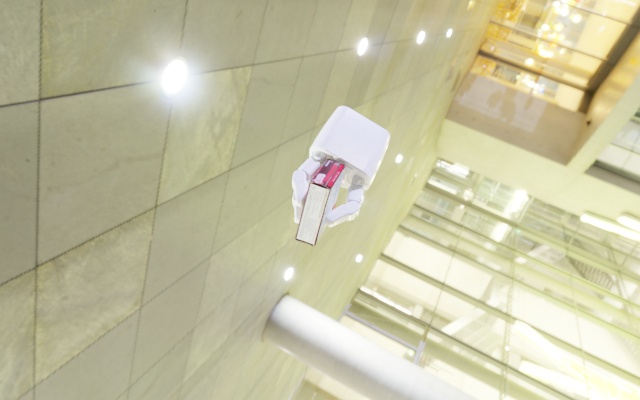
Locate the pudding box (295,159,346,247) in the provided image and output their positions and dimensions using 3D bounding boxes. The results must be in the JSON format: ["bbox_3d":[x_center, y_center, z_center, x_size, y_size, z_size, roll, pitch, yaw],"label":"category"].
[{"bbox_3d":[0.000,0.002,0.754,0.039,0.114,0.090,20,32,10],"label":"pudding box"}]
